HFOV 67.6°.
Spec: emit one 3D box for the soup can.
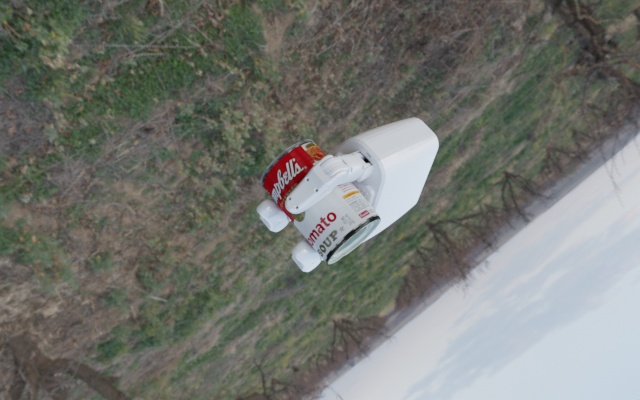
[{"bbox_3d":[0.000,0.002,0.456,0.068,0.102,0.068,-37,-16,-12],"label":"soup can"}]
